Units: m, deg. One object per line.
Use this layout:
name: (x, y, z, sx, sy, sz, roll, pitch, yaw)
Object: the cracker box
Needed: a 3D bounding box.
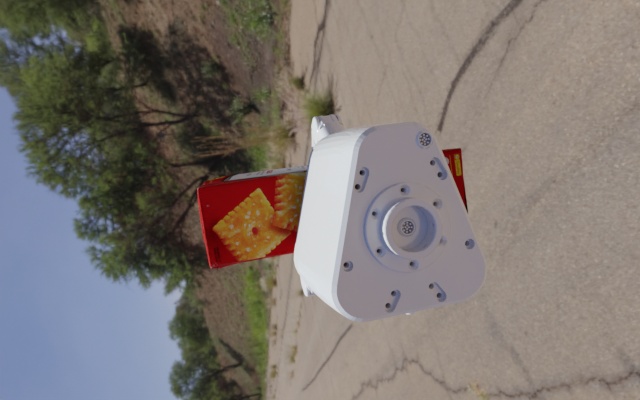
cracker box: (0.000, 0.001, 0.447, 0.213, 0.072, 0.164, -8, 5, -11)
